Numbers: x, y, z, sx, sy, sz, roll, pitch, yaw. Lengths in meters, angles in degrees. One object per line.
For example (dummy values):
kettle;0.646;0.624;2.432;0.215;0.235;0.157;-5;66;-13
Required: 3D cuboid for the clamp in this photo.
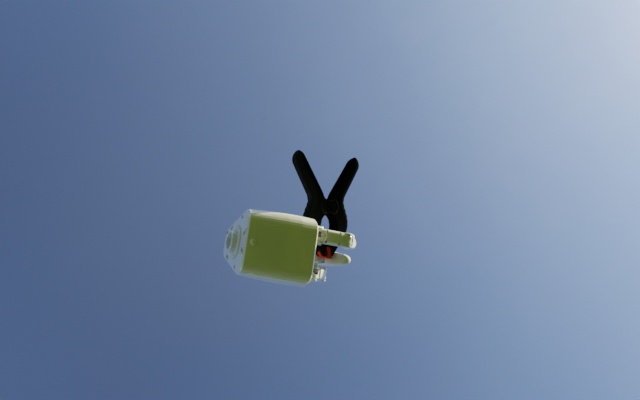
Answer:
clamp;0.000;0.003;0.749;0.120;0.171;0.039;13;-12;-26
